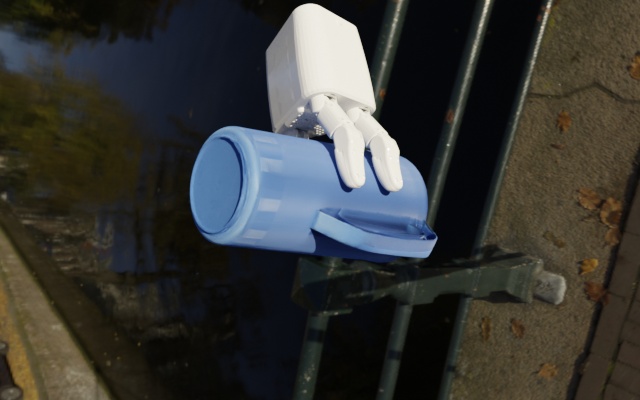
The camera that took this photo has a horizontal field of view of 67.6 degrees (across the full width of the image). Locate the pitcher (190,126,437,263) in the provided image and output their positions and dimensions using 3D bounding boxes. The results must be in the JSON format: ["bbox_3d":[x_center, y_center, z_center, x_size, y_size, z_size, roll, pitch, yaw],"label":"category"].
[{"bbox_3d":[0.000,0.001,0.498,0.243,0.145,0.149,7,-23,-44],"label":"pitcher"}]
